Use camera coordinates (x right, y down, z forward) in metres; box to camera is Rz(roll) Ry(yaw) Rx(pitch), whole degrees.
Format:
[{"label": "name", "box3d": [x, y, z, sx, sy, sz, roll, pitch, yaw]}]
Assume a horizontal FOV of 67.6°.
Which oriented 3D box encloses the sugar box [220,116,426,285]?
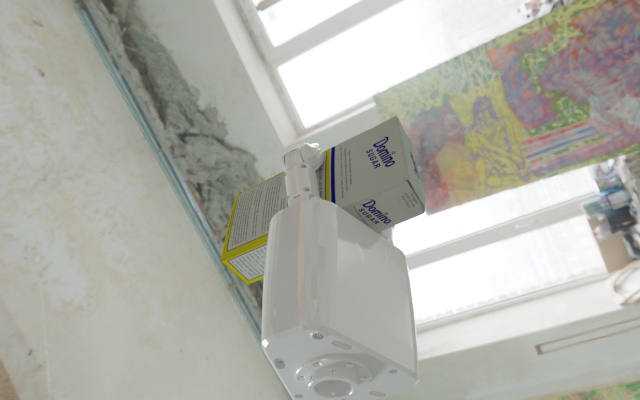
[{"label": "sugar box", "box3d": [0.000, 0.002, 0.420, 0.176, 0.093, 0.048, -22, -52, 20]}]
